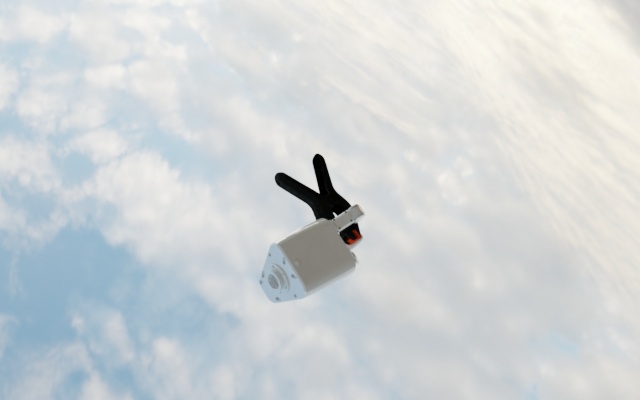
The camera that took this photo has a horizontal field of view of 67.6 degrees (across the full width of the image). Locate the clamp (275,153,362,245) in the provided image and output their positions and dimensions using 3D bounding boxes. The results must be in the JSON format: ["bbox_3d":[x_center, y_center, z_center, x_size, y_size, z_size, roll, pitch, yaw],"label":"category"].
[{"bbox_3d":[0.000,0.003,0.794,0.120,0.171,0.039,-22,-17,-39],"label":"clamp"}]
